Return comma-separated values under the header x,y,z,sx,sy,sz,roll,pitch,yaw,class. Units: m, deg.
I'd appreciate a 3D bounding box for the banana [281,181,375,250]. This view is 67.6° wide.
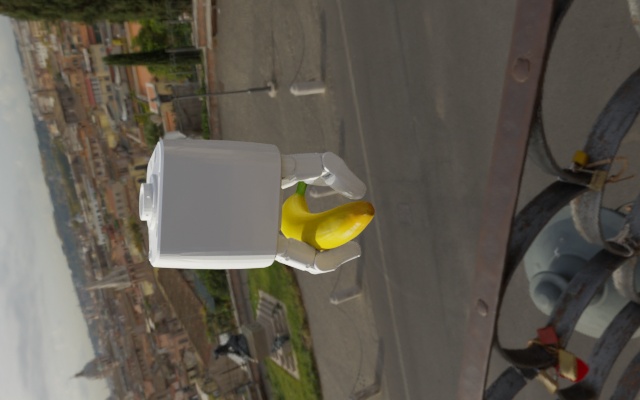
x,y,z,sx,sy,sz,roll,pitch,yaw,class
-0.007,0.019,0.500,0.037,0.069,0.197,17,2,-24,banana
